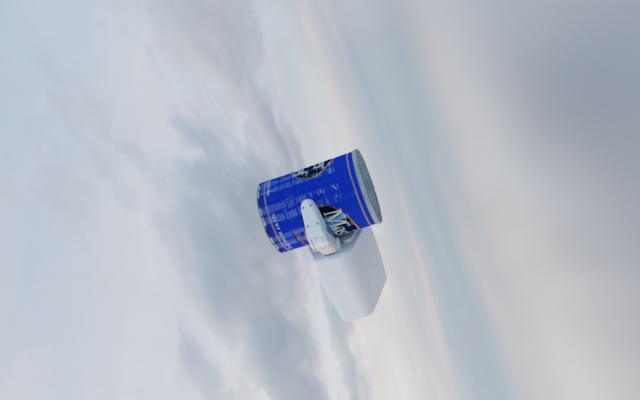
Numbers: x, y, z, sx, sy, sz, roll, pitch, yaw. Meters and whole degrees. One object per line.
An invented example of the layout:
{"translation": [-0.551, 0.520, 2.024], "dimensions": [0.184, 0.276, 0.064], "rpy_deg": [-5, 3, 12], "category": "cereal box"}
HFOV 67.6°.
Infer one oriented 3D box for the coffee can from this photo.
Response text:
{"translation": [0.000, 0.002, 0.639], "dimensions": [0.140, 0.103, 0.103], "rpy_deg": [-18, -4, 12], "category": "coffee can"}
